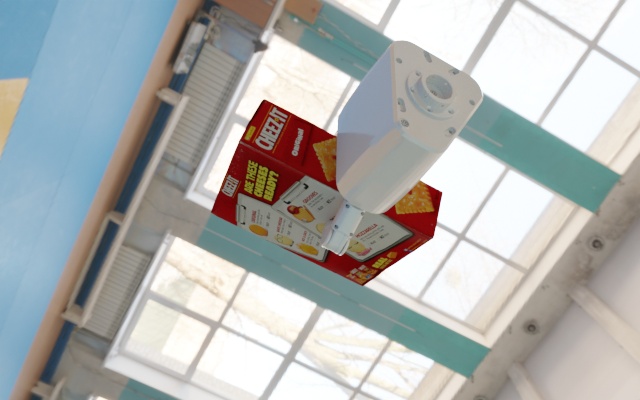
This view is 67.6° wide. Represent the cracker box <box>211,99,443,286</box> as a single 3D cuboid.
[{"bbox_3d":[0.000,0.002,0.538,0.214,0.072,0.164,27,-34,-8],"label":"cracker box"}]
